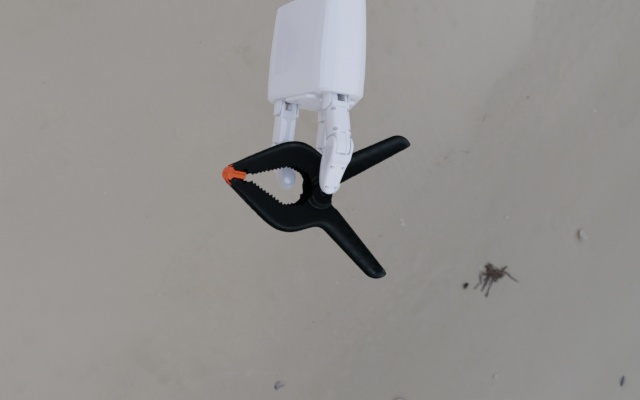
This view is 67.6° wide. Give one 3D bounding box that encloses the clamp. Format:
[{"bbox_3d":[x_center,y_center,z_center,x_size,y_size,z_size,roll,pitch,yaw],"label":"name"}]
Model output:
[{"bbox_3d":[0.000,0.001,0.509,0.210,0.164,0.036,4,0,-24],"label":"clamp"}]
